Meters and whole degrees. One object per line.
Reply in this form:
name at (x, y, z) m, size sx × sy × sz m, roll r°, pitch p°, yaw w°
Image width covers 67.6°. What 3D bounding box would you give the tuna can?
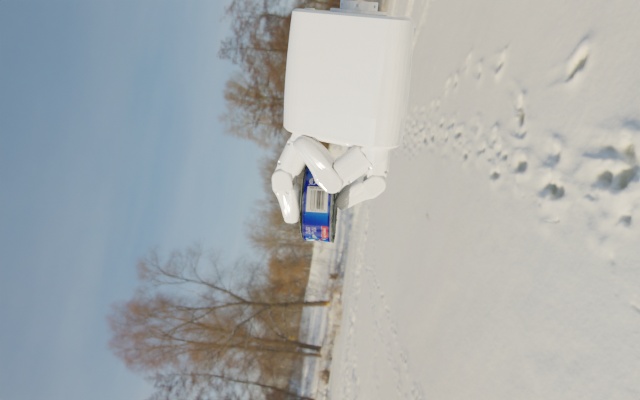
tuna can at (0.000, 0.002, 0.509) m, size 0.034 × 0.086 × 0.086 m, roll 3°, pitch 0°, yaw 5°
